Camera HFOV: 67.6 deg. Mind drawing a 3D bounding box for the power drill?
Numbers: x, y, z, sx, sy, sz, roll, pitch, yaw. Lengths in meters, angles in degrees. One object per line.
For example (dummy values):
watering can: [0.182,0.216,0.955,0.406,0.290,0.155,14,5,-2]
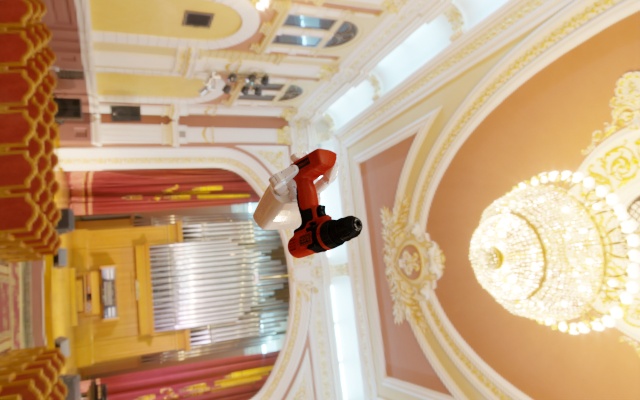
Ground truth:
power drill: [0.000,0.003,0.886,0.057,0.187,0.184,13,-26,-39]
